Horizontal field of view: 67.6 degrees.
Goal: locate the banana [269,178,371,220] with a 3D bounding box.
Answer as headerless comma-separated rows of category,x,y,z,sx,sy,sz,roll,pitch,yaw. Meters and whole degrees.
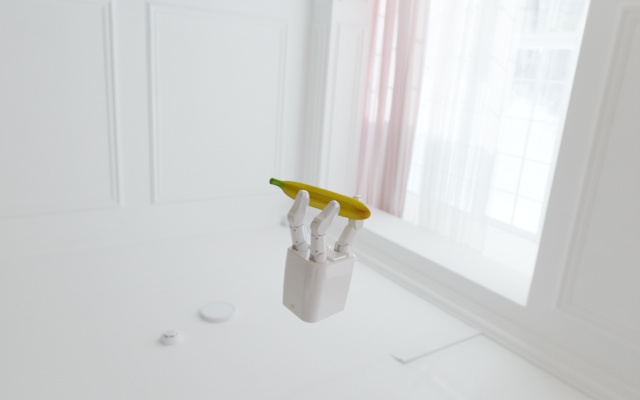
banana,0.006,0.001,0.818,0.198,0.037,0.069,17,10,27
